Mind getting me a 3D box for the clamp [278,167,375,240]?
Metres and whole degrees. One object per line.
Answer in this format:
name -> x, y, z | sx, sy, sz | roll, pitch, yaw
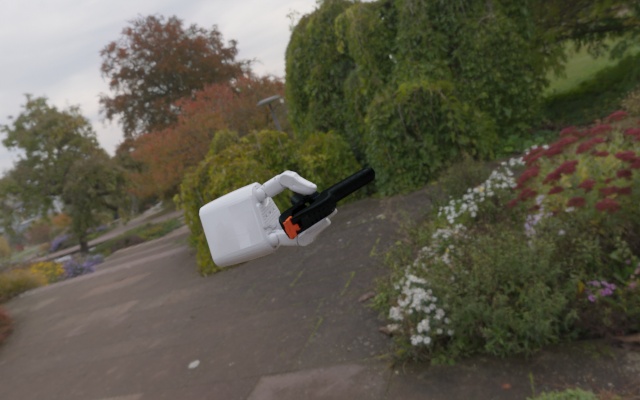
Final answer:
clamp -> -0.001, 0.002, 0.751 | 0.164, 0.036, 0.210 | -22, 11, 19
